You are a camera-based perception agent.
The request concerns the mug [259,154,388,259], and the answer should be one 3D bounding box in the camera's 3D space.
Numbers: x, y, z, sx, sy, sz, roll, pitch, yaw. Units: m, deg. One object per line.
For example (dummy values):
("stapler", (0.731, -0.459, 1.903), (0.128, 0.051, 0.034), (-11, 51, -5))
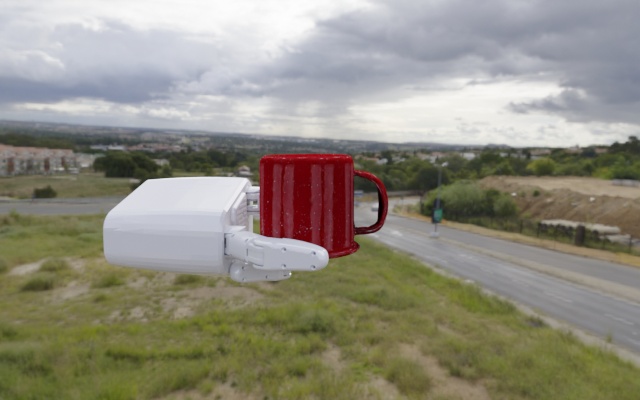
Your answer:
("mug", (0.001, 0.001, 0.414), (0.117, 0.081, 0.093), (1, 7, 6))
